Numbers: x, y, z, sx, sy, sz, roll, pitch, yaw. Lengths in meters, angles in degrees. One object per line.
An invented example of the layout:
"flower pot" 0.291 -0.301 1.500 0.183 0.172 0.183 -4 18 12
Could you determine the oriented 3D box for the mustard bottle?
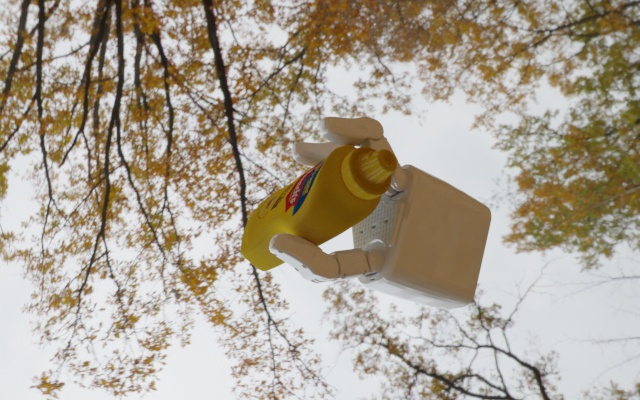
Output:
"mustard bottle" 0.000 0.001 0.425 0.058 0.096 0.192 43 -36 -12
